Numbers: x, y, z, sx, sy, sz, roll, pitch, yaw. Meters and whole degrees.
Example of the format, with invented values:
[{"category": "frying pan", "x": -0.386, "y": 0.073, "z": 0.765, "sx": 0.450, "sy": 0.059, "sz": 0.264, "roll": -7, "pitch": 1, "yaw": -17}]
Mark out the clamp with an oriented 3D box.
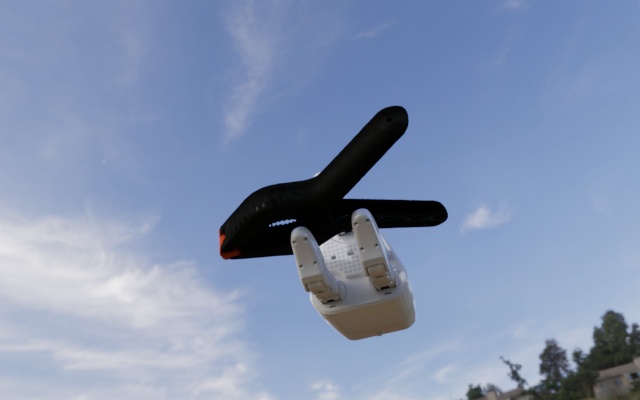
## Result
[{"category": "clamp", "x": 0.000, "y": 0.001, "z": 0.412, "sx": 0.210, "sy": 0.036, "sz": 0.165, "roll": -16, "pitch": -35, "yaw": 9}]
